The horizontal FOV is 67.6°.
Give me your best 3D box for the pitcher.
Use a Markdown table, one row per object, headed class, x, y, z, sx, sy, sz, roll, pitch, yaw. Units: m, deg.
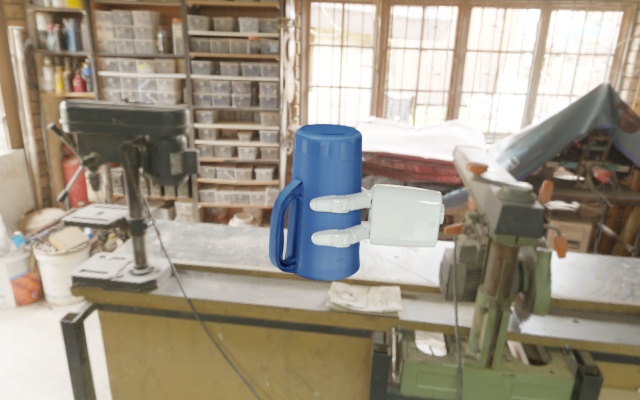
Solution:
| class | x | y | z | sx | sy | sz | roll | pitch | yaw |
| --- | --- | --- | --- | --- | --- | --- | --- | --- | --- |
| pitcher | 0.000 | 0.003 | 0.787 | 0.145 | 0.243 | 0.149 | 5 | 19 | 6 |
